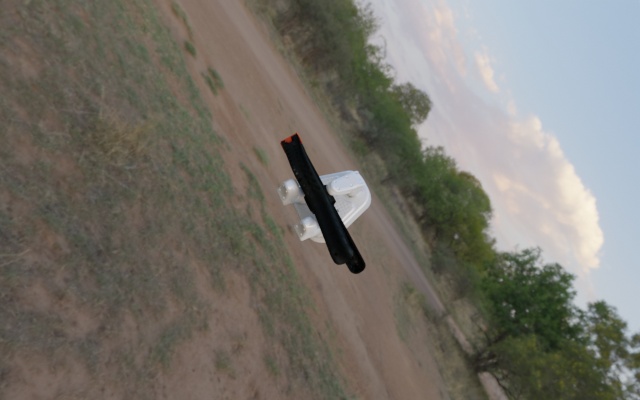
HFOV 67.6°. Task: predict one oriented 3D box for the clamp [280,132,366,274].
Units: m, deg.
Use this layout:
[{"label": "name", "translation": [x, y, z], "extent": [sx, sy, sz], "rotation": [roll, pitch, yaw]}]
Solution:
[{"label": "clamp", "translation": [0.001, 0.001, 0.624], "extent": [0.036, 0.210, 0.164], "rotation": [-27, -9, 3]}]
